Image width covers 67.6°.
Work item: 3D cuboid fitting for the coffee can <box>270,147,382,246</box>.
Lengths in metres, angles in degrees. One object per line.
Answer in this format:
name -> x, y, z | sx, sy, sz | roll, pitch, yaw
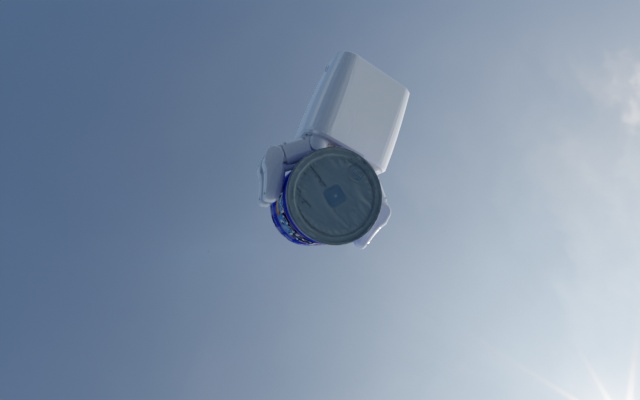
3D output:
coffee can -> 0.000, 0.002, 0.558 | 0.103, 0.103, 0.140 | 0, -6, -13
